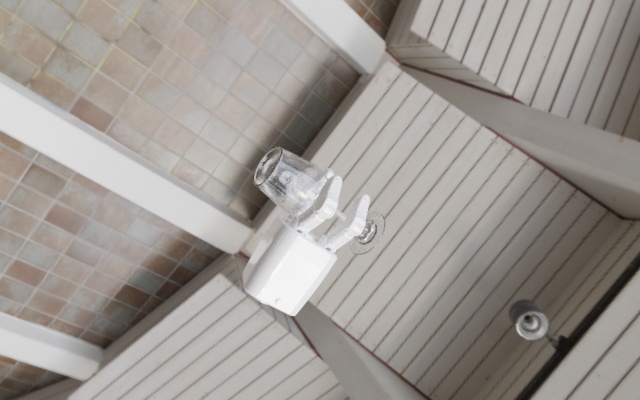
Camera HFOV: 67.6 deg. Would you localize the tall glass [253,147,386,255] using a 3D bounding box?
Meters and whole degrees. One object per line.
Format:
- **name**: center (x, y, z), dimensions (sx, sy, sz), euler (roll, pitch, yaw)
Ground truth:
- **tall glass**: center (0.001, 0.002, 0.688), dimensions (0.201, 0.079, 0.079), euler (35, -19, -29)
